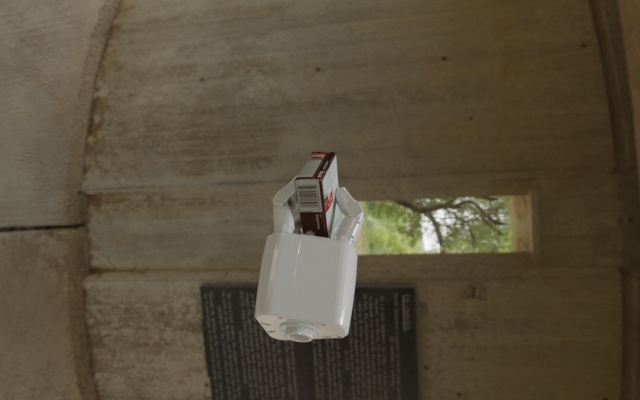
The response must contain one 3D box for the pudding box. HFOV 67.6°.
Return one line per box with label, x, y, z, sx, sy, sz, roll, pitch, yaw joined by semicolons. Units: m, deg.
pudding box;0.000;0.002;0.648;0.039;0.113;0.090;2;28;13
